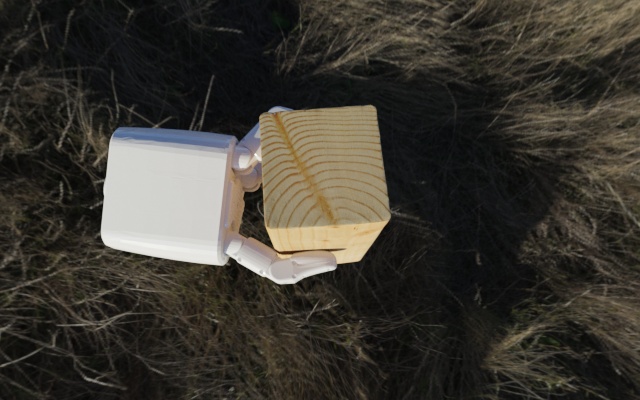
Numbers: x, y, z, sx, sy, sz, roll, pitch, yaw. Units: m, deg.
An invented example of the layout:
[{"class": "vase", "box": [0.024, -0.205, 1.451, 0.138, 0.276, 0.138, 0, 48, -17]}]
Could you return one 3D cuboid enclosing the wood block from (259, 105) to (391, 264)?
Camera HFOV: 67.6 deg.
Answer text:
[{"class": "wood block", "box": [0.000, 0.002, 0.440, 0.090, 0.090, 0.206, -4, -15, -2]}]
